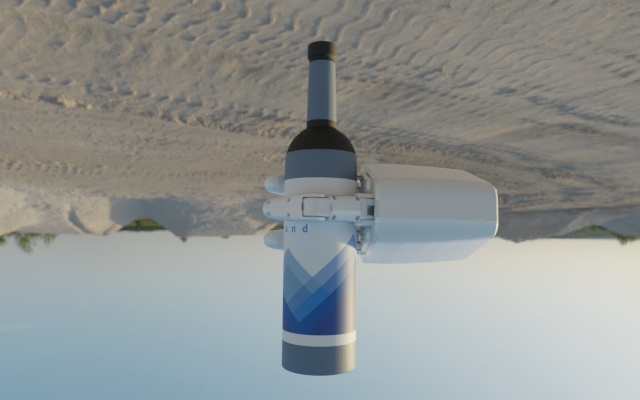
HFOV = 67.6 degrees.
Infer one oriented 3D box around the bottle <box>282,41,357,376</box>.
[{"bbox_3d":[0.000,0.002,0.439,0.069,0.295,0.069,1,-4,0],"label":"bottle"}]
